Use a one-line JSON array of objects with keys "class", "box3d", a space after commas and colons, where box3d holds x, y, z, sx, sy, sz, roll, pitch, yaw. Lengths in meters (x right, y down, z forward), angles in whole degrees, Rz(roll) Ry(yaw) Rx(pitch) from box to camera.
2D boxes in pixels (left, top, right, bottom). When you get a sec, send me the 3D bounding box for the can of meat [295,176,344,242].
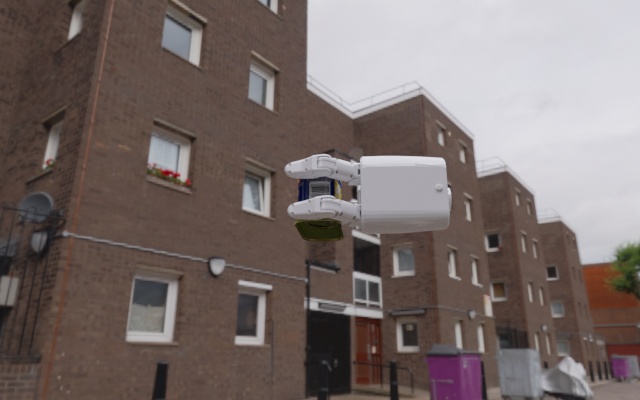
[{"class": "can of meat", "box3d": [0.000, 0.002, 0.637, 0.057, 0.084, 0.102, -2, -19, 6]}]
